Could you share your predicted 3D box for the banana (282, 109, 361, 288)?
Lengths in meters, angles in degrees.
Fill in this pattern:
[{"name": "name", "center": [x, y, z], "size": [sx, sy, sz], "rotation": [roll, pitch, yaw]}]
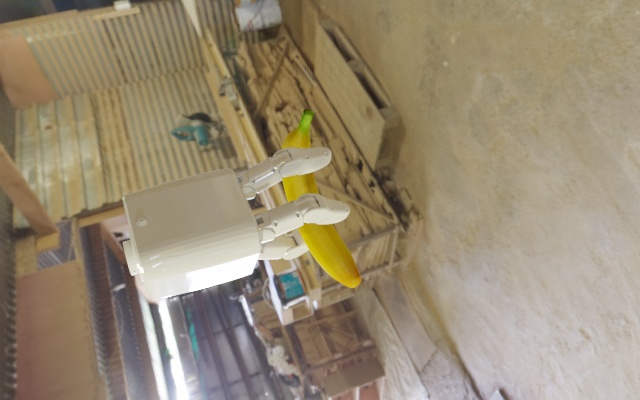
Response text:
[{"name": "banana", "center": [-0.008, 0.004, 0.521], "size": [0.037, 0.197, 0.070], "rotation": [-11, -13, -27]}]
